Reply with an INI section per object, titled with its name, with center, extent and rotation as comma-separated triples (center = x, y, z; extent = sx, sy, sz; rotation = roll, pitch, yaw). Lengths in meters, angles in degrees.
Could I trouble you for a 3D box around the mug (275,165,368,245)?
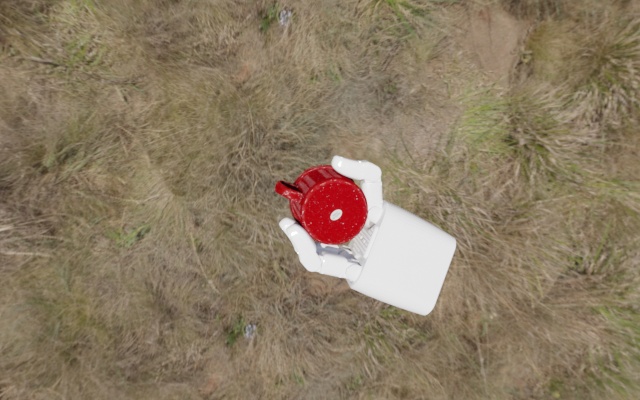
[mug]
center = -0.001, 0.001, 0.586
extent = 0.117, 0.093, 0.081
rotation = 23, 7, -13
